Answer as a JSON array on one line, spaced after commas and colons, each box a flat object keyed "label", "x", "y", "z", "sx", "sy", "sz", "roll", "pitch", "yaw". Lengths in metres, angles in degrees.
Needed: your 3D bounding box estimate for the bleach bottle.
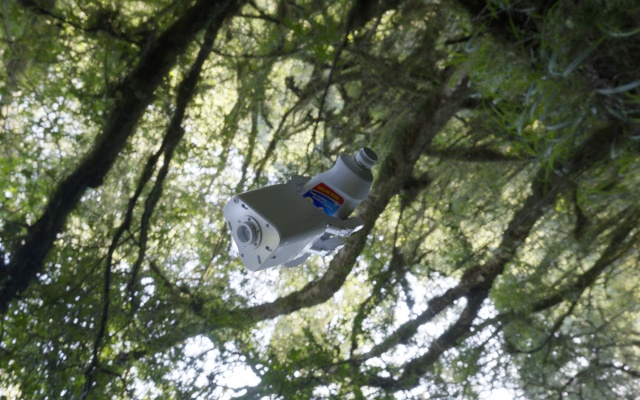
[{"label": "bleach bottle", "x": 0.000, "y": 0.003, "z": 0.786, "sx": 0.068, "sy": 0.102, "sz": 0.251, "roll": -16, "pitch": -27, "yaw": -53}]
